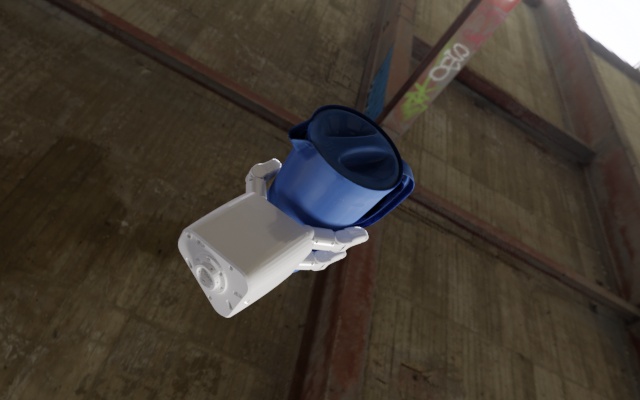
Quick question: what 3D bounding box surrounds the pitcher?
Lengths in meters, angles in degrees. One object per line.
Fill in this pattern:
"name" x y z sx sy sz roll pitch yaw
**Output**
"pitcher" 0.000 0.002 0.651 0.145 0.149 0.243 -35 -11 -47
